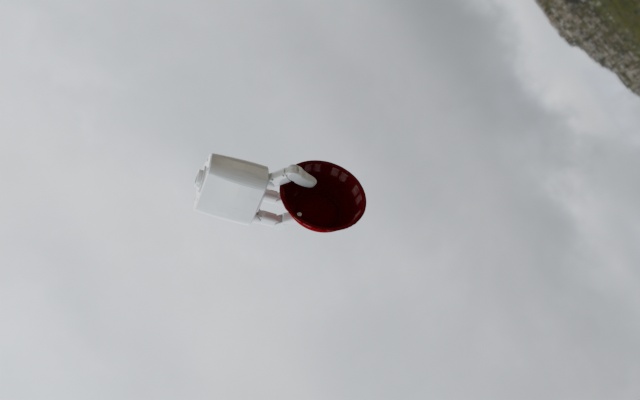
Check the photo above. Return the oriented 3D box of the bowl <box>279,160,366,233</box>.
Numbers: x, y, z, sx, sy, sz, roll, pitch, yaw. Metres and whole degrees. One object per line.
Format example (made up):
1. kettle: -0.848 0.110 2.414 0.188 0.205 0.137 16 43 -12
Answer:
1. bowl: 0.001 0.004 0.879 0.162 0.162 0.055 0 -37 -16
